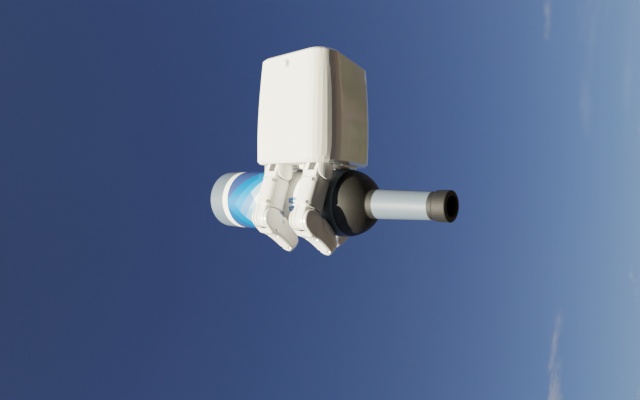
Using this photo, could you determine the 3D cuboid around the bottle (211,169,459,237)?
[{"bbox_3d":[0.000,0.002,0.495,0.295,0.069,0.069,2,1,42],"label":"bottle"}]
